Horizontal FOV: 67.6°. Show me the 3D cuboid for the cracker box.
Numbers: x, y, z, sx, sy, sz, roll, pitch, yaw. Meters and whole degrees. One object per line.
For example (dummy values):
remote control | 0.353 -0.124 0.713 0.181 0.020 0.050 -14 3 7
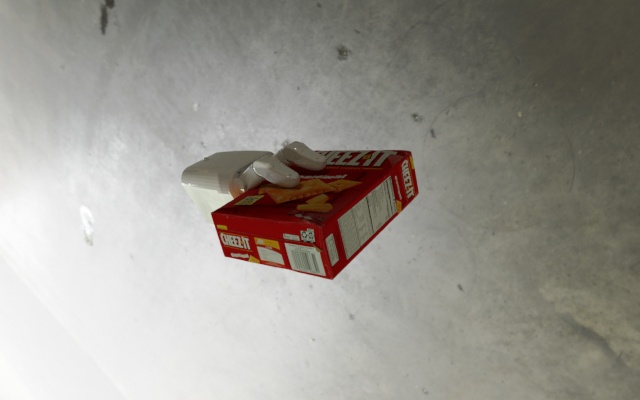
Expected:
cracker box | 0.000 0.002 0.593 0.164 0.072 0.213 5 29 36
